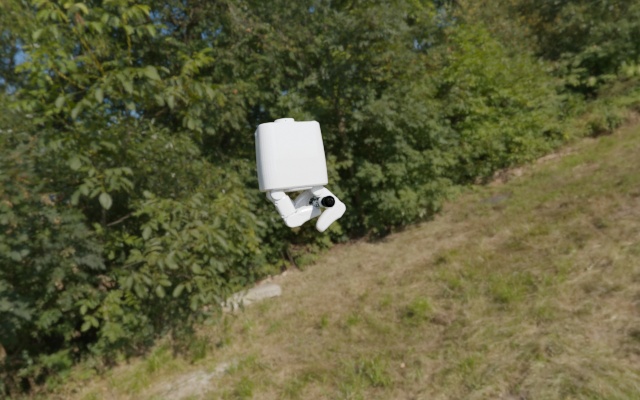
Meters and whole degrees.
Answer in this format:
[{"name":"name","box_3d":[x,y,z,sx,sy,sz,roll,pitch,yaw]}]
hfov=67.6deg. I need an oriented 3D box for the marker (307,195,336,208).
[{"name":"marker","box_3d":[0.000,0.003,0.757,0.020,0.020,0.121,0,-1,-14]}]
